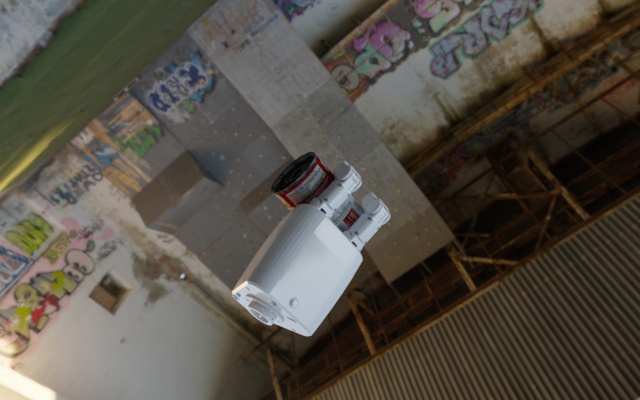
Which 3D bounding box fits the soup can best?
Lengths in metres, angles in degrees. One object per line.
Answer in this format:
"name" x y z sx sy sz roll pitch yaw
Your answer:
"soup can" 0.000 0.002 0.568 0.102 0.068 0.068 47 -21 -20
